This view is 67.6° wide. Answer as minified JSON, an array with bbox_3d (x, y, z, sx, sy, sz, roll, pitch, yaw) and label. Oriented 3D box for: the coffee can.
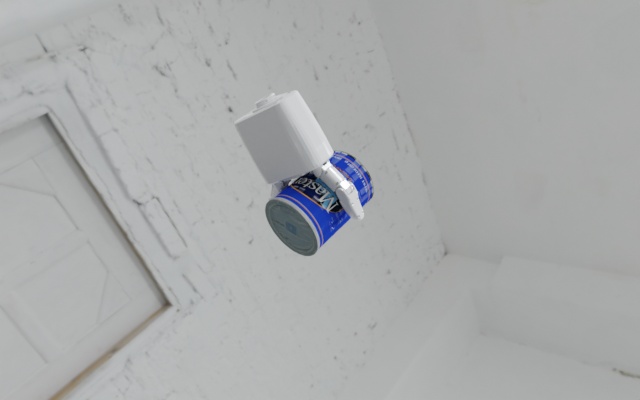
[{"bbox_3d":[0.000,0.003,0.732,0.103,0.103,0.140,0,34,50],"label":"coffee can"}]
